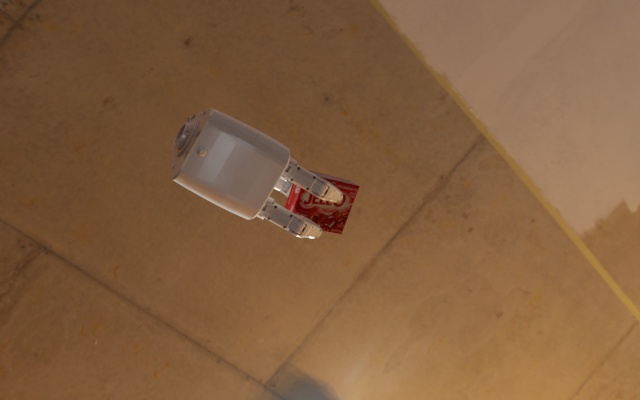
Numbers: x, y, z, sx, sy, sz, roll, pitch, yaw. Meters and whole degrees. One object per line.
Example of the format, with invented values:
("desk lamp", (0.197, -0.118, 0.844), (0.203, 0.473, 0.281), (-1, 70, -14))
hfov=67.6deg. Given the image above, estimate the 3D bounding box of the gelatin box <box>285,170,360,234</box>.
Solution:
("gelatin box", (0.000, 0.002, 0.641), (0.089, 0.073, 0.030), (12, 14, -33))
